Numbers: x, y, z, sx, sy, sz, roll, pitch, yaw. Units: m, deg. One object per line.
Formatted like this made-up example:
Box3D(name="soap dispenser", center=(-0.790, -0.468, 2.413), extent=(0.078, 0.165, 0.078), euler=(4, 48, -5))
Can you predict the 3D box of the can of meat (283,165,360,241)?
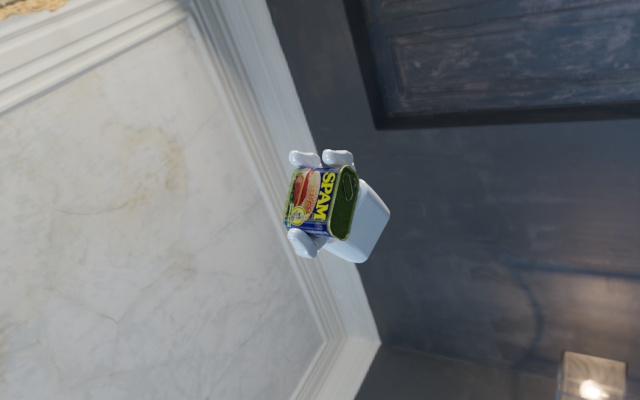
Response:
Box3D(name="can of meat", center=(0.000, 0.002, 0.677), extent=(0.084, 0.102, 0.057), euler=(3, -19, 33))
